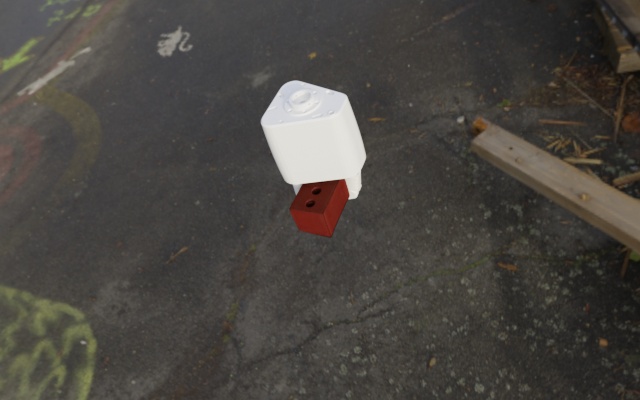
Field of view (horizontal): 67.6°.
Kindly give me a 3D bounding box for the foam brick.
[{"bbox_3d":[0.000,0.002,0.662,0.053,0.078,0.051,9,-35,24],"label":"foam brick"}]
